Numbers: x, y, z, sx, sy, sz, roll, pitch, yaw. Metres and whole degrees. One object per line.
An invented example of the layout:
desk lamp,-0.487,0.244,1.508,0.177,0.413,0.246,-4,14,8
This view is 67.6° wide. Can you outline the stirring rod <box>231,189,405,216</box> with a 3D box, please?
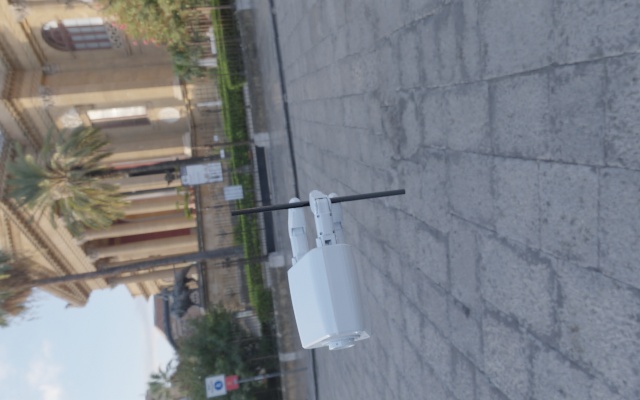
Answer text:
stirring rod,0.000,0.002,0.651,0.239,0.011,0.011,-7,1,-9
